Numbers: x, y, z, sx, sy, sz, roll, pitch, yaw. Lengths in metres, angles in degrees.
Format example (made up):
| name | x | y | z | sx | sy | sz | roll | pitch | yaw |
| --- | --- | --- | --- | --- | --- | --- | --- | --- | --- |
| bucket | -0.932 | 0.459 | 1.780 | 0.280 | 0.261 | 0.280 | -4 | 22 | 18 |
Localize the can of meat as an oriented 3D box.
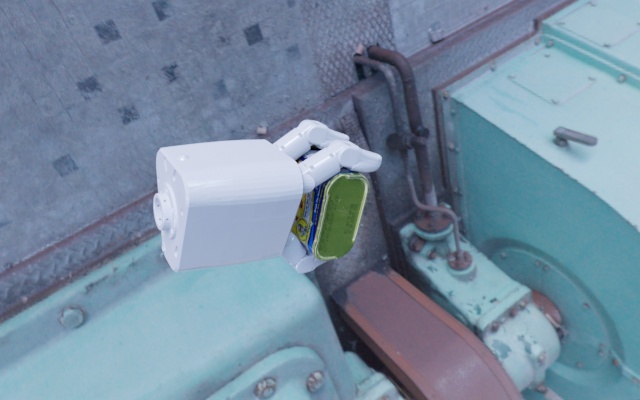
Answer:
| name | x | y | z | sx | sy | sz | roll | pitch | yaw |
| --- | --- | --- | --- | --- | --- | --- | --- | --- | --- |
| can of meat | 0.000 | 0.002 | 0.506 | 0.057 | 0.102 | 0.084 | -4 | 27 | -33 |
